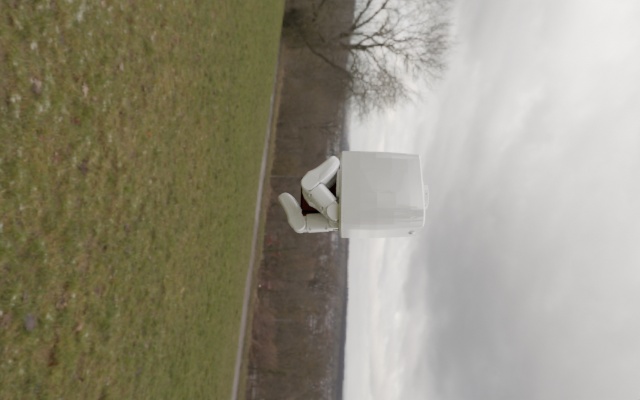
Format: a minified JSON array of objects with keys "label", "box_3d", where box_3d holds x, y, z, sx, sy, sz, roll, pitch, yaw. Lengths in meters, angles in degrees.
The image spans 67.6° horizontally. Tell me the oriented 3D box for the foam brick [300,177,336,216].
[{"label":"foam brick","box_3d":[0.000,0.002,0.693,0.051,0.053,0.078,1,-15,3]}]
